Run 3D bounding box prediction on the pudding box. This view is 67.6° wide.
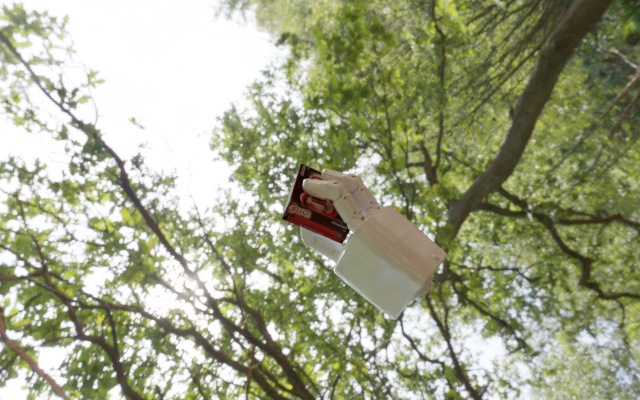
[{"bbox_3d":[0.000,0.002,0.664,0.090,0.039,0.113,24,27,-8],"label":"pudding box"}]
